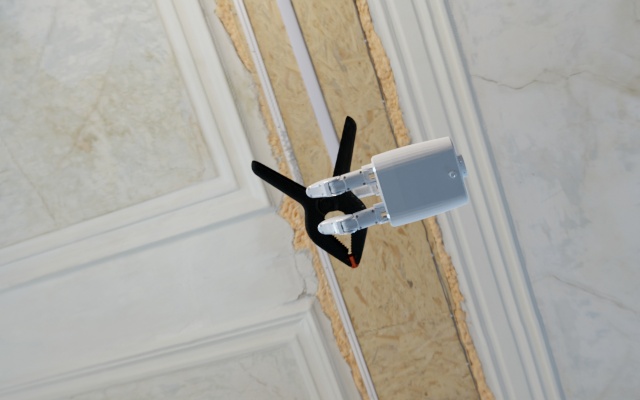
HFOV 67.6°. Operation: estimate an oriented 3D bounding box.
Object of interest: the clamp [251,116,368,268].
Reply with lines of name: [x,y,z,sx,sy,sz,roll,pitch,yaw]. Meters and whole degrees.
clamp: [0.001,0.003,0.690,0.164,0.210,0.036,-16,8,14]
